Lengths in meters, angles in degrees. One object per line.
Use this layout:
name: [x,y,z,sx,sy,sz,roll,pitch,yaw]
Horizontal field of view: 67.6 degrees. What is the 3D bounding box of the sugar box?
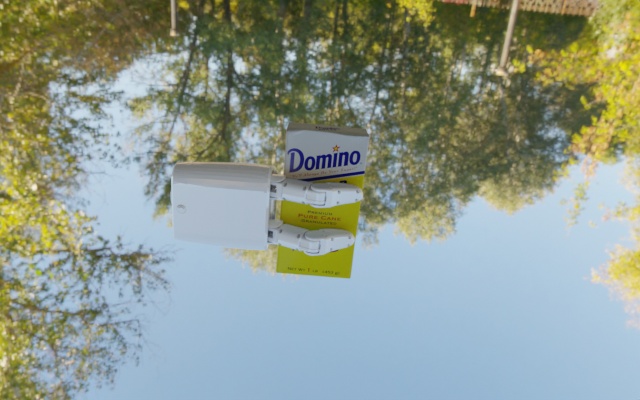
sugar box: [0.000,0.002,0.559,0.093,0.176,0.048,4,22,-3]
